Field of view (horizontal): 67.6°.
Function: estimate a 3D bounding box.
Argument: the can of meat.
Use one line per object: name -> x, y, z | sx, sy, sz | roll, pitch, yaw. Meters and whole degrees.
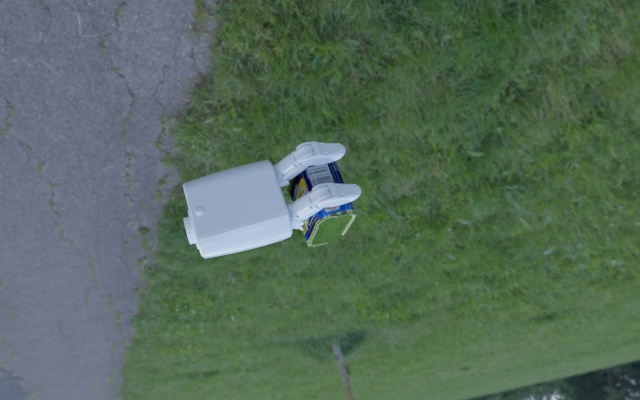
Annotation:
can of meat -> 0.000, 0.002, 0.604 | 0.057, 0.084, 0.102 | -13, -22, -17
